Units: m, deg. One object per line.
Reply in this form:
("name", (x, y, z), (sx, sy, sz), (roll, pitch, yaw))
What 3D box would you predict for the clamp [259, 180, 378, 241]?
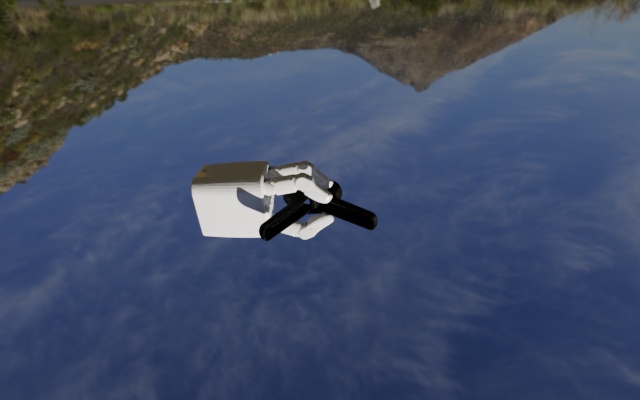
("clamp", (0.000, 0.003, 0.739), (0.164, 0.036, 0.210), (-2, 23, 3))
